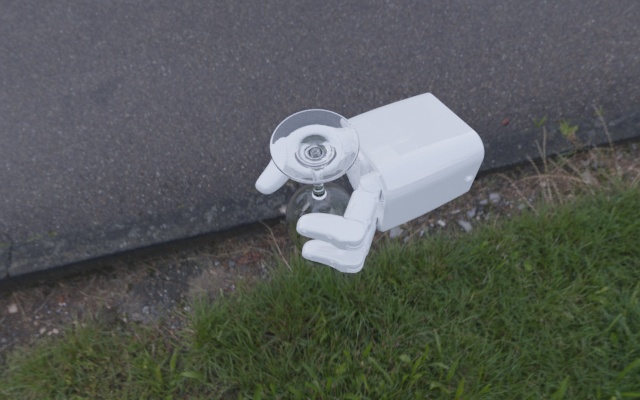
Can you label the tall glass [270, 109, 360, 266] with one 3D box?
[{"bbox_3d":[0.000,0.001,0.479,0.079,0.079,0.201,0,-29,3],"label":"tall glass"}]
